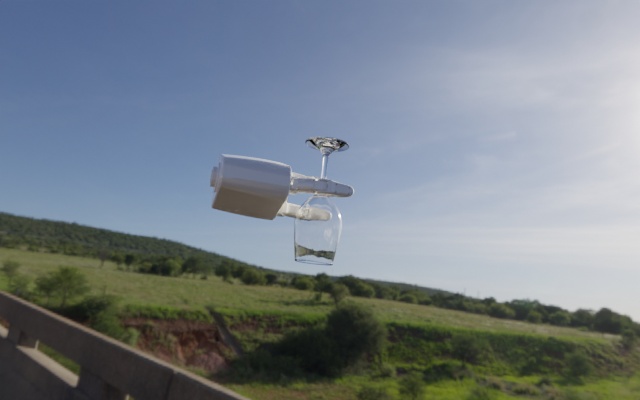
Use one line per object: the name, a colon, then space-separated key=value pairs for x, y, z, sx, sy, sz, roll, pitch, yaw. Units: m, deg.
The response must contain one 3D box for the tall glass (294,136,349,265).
tall glass: x=0.000 y=0.002 z=0.780 sx=0.079 sy=0.201 sz=0.079 roll=6 pitch=-11 yaw=1
